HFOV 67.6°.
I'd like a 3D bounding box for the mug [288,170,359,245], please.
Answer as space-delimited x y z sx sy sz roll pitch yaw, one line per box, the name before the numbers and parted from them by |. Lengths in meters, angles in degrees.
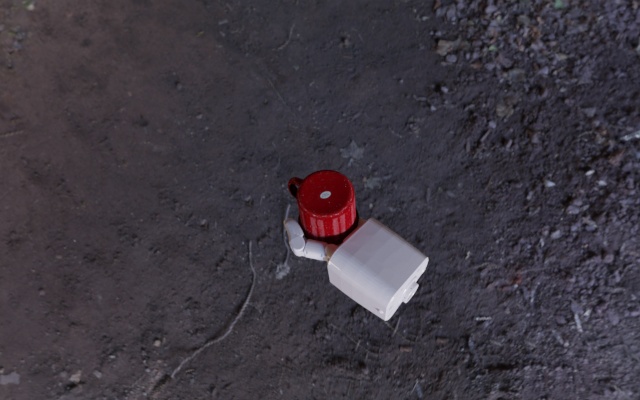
mug | -0.001 0.001 0.699 0.117 0.093 0.081 35 -21 21
